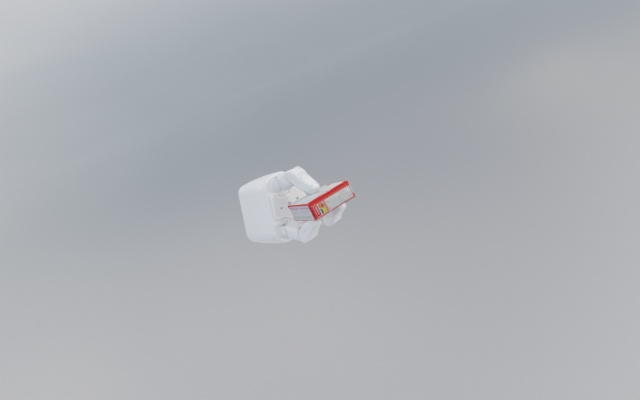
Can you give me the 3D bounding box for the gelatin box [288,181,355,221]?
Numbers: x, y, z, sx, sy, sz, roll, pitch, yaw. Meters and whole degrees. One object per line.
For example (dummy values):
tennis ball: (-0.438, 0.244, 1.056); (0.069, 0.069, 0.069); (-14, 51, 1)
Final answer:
gelatin box: (0.000, 0.002, 0.718); (0.073, 0.030, 0.089); (-30, 9, -22)
